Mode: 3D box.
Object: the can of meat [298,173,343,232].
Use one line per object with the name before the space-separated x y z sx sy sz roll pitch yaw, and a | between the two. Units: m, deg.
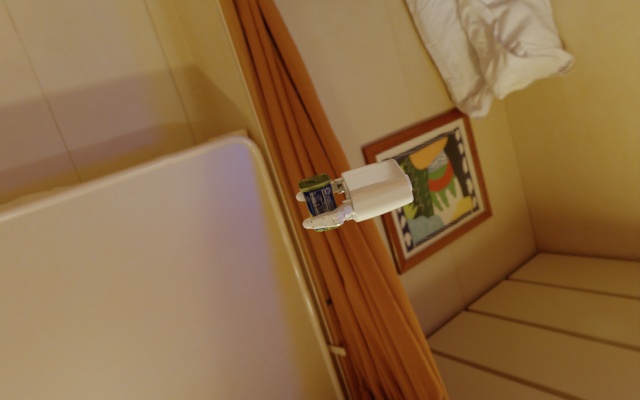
can of meat | 0.000 0.003 0.862 0.057 0.084 0.102 -18 12 -2
